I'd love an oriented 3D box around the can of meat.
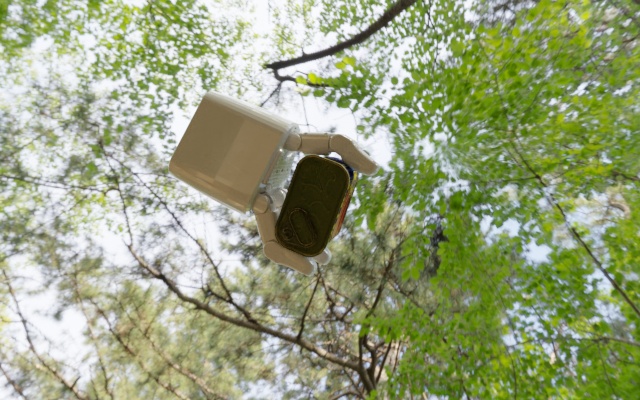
[{"bbox_3d":[0.000,0.002,0.518,0.057,0.102,0.084,22,11,11],"label":"can of meat"}]
